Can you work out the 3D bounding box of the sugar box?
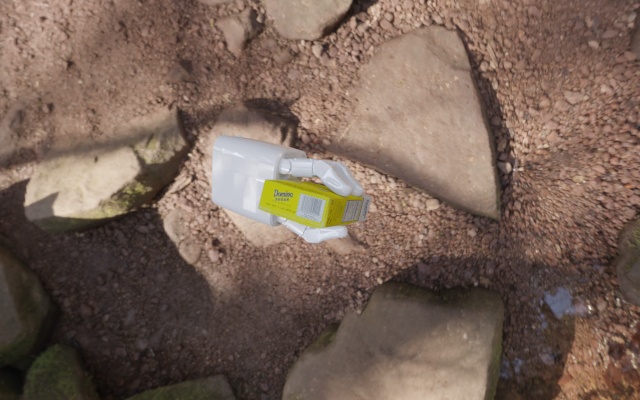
[{"bbox_3d":[0.000,0.002,0.655,0.093,0.048,0.176,17,10,21],"label":"sugar box"}]
